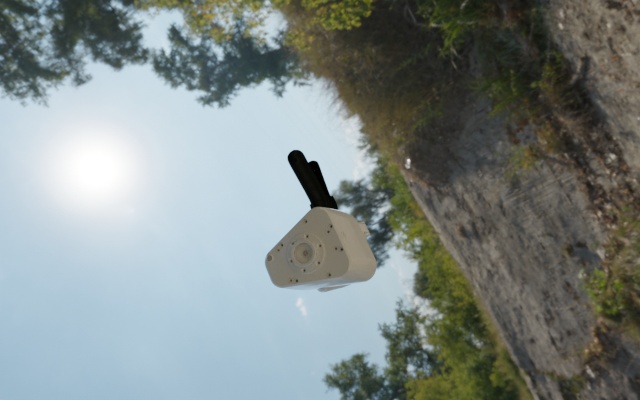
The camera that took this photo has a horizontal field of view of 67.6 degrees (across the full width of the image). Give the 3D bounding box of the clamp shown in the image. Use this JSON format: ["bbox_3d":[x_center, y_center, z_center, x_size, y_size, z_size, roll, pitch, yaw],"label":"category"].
[{"bbox_3d":[0.000,0.003,0.704,0.039,0.171,0.120,-29,-18,15],"label":"clamp"}]
